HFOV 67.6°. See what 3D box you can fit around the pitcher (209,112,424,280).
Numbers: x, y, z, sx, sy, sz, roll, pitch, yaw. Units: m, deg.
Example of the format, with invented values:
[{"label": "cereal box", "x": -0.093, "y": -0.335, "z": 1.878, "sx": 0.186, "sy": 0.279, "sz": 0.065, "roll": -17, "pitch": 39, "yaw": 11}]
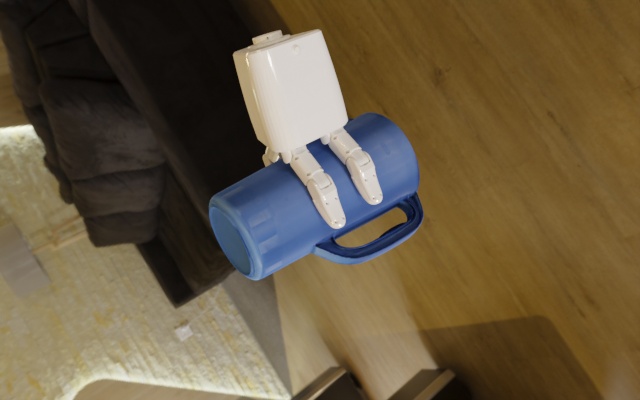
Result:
[{"label": "pitcher", "x": 0.000, "y": 0.002, "z": 0.580, "sx": 0.243, "sy": 0.145, "sz": 0.149, "roll": -29, "pitch": 26, "yaw": -27}]
